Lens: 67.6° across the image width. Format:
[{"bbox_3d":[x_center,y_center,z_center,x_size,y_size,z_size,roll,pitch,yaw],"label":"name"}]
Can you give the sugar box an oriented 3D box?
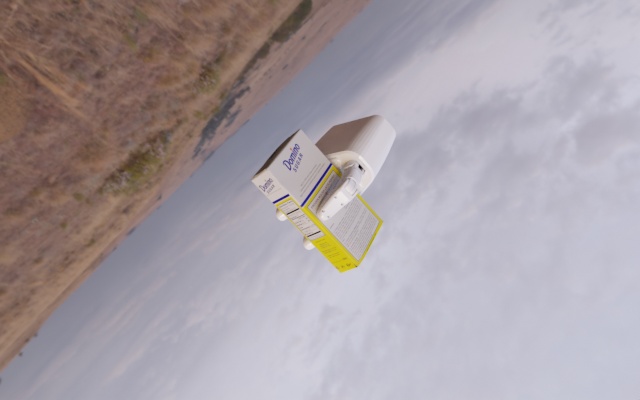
[{"bbox_3d":[0.000,0.002,0.629,0.048,0.176,0.093,-29,19,47],"label":"sugar box"}]
